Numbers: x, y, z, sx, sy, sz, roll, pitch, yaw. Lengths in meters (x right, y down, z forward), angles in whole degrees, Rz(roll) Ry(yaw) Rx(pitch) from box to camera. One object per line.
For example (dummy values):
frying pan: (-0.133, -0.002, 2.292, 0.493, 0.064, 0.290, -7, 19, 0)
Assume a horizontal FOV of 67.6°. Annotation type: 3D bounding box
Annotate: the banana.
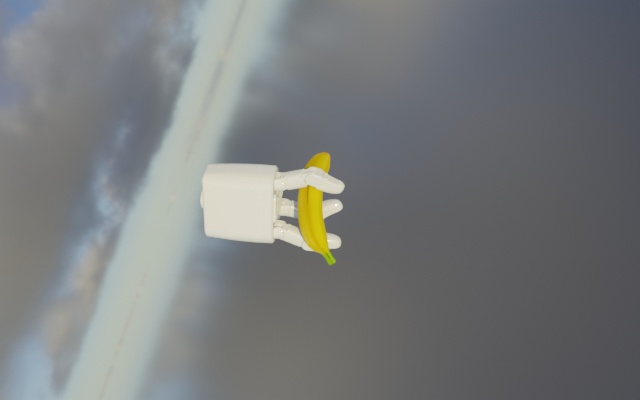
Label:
banana: (-0.008, -0.003, 0.724, 0.037, 0.197, 0.070, -13, -32, 21)
